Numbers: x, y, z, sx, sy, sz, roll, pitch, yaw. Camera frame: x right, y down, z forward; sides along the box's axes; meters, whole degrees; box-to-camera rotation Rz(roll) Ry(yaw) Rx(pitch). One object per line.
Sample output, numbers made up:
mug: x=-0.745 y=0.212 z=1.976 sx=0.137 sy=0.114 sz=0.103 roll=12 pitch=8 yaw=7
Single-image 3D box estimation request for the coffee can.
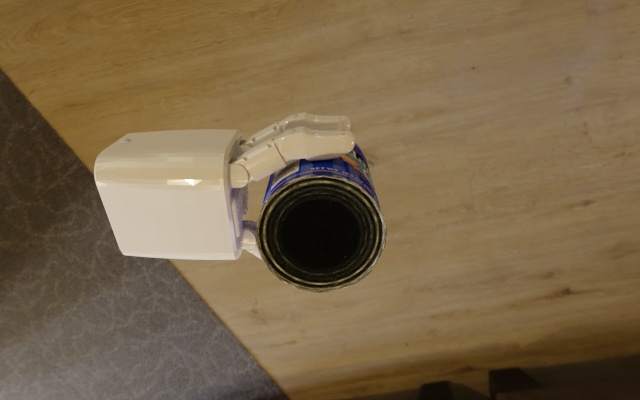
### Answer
coffee can: x=0.000 y=0.001 z=0.434 sx=0.103 sy=0.103 sz=0.140 roll=0 pitch=22 yaw=0
